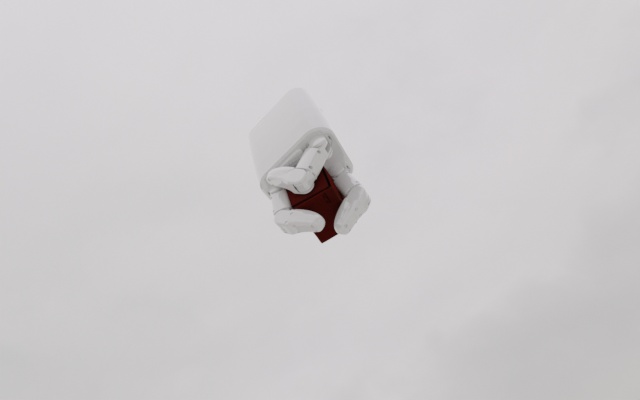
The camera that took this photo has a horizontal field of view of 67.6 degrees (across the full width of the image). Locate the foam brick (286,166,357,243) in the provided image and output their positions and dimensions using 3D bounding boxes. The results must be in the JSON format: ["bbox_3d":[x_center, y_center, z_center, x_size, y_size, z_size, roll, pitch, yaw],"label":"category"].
[{"bbox_3d":[0.000,0.002,0.570,0.053,0.051,0.078,-30,-45,6],"label":"foam brick"}]
